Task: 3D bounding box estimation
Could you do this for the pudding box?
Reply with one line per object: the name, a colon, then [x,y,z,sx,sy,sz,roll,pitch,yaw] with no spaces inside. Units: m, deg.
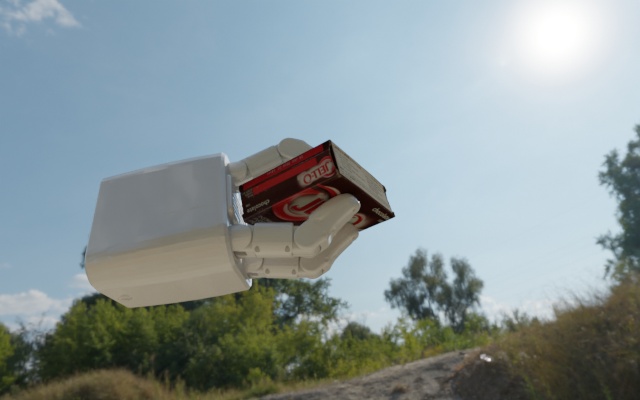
pudding box: [0.000,0.001,0.408,0.090,0.039,0.113,-24,-26,23]
